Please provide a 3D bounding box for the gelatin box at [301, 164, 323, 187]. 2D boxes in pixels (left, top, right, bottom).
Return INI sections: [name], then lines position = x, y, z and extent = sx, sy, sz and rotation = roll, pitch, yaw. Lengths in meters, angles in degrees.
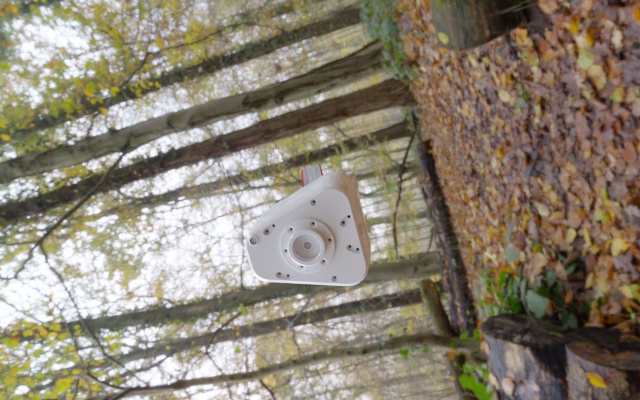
[gelatin box]
position = 0.000, 0.002, 0.605
extent = 0.030, 0.073, 0.089
rotation = -16, 20, 1
